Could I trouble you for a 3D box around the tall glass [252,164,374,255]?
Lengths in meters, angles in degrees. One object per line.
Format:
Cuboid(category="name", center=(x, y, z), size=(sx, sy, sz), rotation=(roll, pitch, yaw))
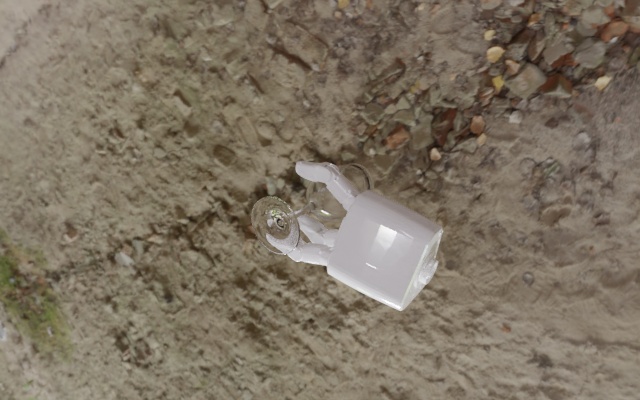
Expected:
Cuboid(category="tall glass", center=(0.000, 0.002, 0.652), size=(0.079, 0.079, 0.201), rotation=(0, 17, 35))
